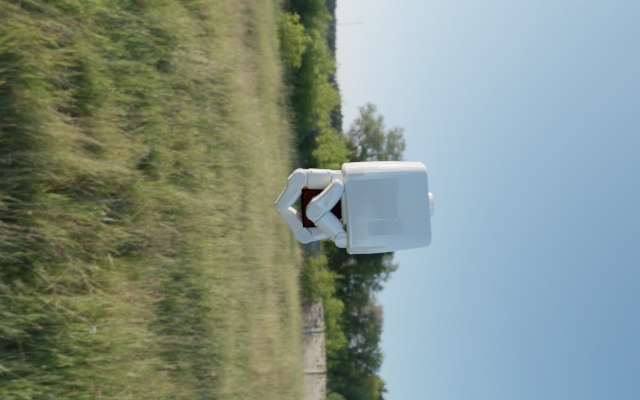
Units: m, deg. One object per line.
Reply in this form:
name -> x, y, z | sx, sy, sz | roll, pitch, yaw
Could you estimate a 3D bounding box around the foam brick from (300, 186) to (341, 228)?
foam brick -> 0.000, 0.002, 0.654 | 0.051, 0.053, 0.078 | -3, 14, 0
